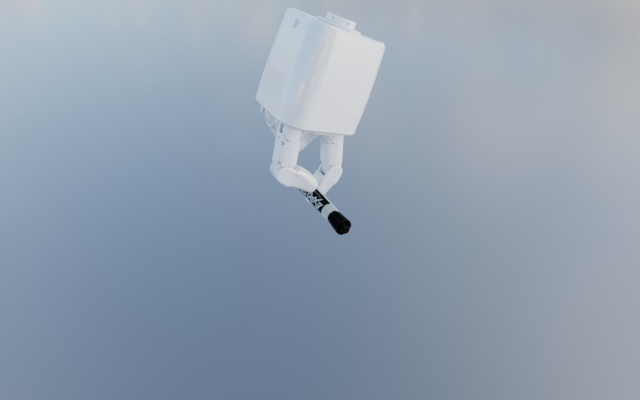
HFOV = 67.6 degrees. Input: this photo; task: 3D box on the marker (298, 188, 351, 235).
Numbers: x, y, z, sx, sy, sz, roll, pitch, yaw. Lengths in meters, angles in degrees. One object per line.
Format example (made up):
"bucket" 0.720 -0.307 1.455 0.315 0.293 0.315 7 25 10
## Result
"marker" 0.000 0.002 0.544 0.020 0.020 0.121 0 29 -31
